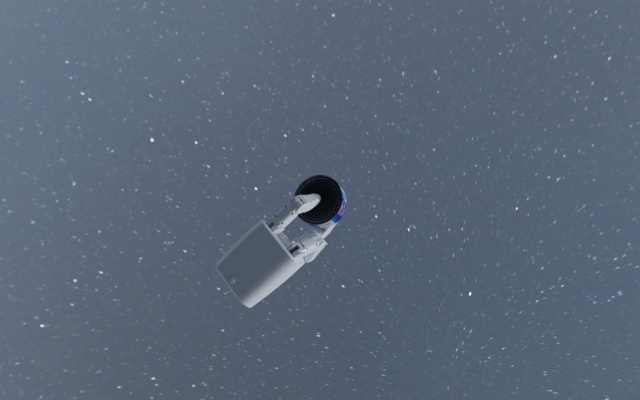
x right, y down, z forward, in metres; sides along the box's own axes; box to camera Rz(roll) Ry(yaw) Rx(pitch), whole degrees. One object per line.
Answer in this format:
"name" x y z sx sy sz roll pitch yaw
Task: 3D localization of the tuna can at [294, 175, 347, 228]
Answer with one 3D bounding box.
"tuna can" 0.000 0.003 0.802 0.086 0.086 0.034 0 -16 19
